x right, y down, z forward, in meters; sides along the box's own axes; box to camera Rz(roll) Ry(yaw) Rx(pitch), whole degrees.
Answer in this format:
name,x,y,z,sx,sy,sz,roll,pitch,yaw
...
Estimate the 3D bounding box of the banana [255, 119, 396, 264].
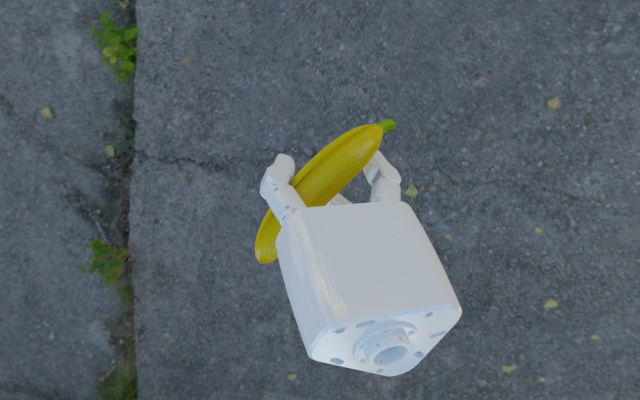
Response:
name,x,y,z,sx,sy,sz,roll,pitch,yaw
banana,-0.007,-0.003,0.447,0.198,0.037,0.069,-45,-25,17
